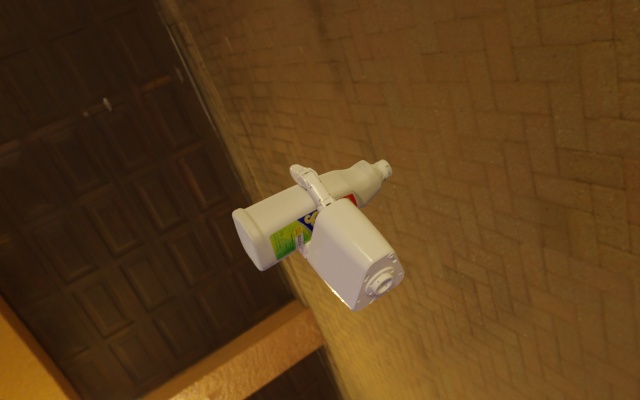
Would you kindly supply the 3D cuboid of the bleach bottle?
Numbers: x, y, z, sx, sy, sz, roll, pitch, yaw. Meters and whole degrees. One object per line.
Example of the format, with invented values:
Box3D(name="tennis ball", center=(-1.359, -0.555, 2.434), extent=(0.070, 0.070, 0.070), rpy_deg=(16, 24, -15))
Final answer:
Box3D(name="bleach bottle", center=(0.000, 0.002, 0.706), extent=(0.251, 0.103, 0.068), rpy_deg=(-30, 54, -18))
